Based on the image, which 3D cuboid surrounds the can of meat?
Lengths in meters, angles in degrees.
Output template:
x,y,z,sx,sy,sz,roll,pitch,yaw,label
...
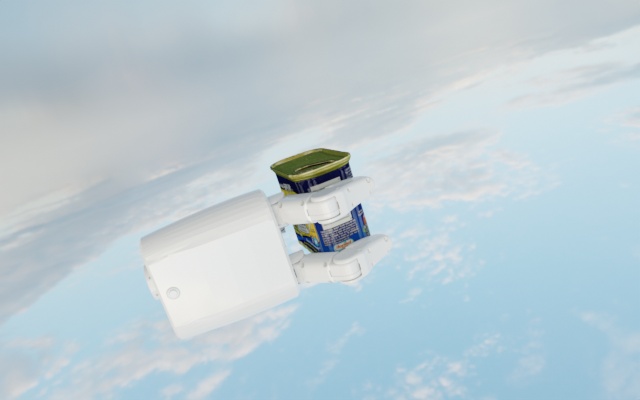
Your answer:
x,y,z,sx,sy,sz,roll,pitch,yaw,label
0.000,0.002,0.443,0.057,0.084,0.102,-22,16,-15,can of meat
